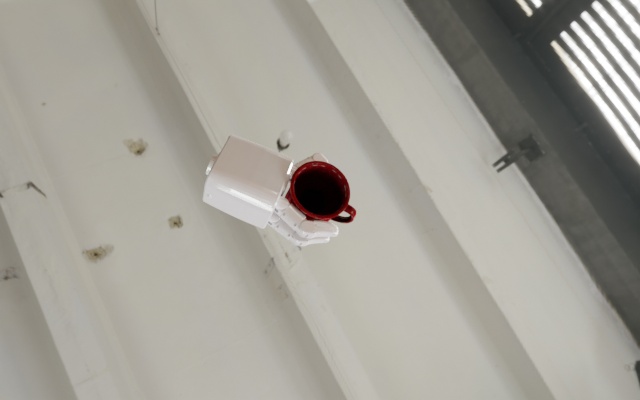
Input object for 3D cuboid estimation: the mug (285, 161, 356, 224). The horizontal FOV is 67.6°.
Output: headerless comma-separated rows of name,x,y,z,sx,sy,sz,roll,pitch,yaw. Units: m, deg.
mug,0.001,0.003,0.742,0.117,0.093,0.081,25,-26,-7
